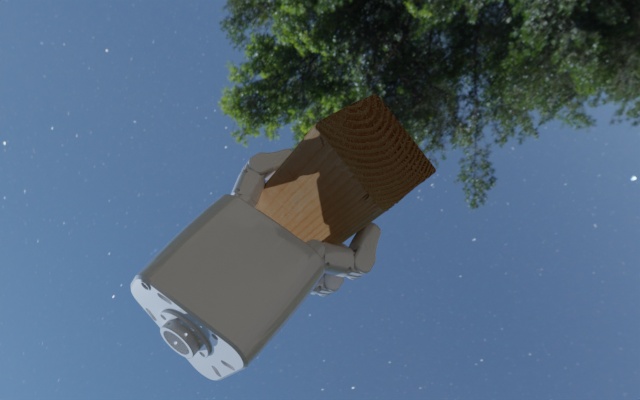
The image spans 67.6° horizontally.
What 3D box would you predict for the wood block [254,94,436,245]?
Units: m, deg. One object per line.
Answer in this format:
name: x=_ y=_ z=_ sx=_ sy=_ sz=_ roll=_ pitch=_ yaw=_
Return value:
wood block: x=0.000 y=0.002 z=0.473 sx=0.090 sy=0.091 sz=0.206 roll=-34 pitch=-5 yaw=-41
